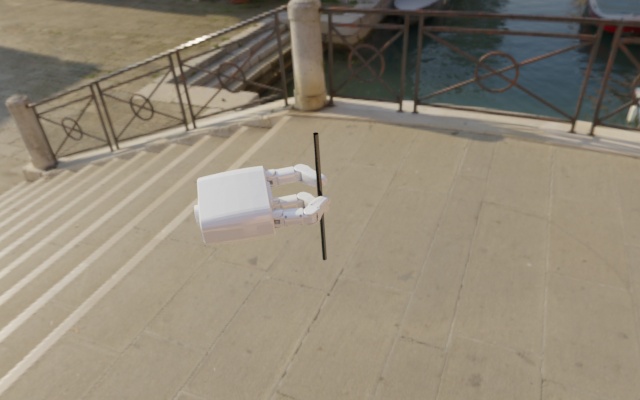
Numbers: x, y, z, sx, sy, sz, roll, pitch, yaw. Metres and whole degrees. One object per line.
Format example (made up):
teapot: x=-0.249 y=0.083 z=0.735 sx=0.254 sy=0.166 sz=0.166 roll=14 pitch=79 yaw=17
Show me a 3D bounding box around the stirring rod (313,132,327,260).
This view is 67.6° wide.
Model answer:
stirring rod: x=0.000 y=0.003 z=0.749 sx=0.011 sy=0.240 sz=0.011 roll=-3 pitch=36 yaw=2
